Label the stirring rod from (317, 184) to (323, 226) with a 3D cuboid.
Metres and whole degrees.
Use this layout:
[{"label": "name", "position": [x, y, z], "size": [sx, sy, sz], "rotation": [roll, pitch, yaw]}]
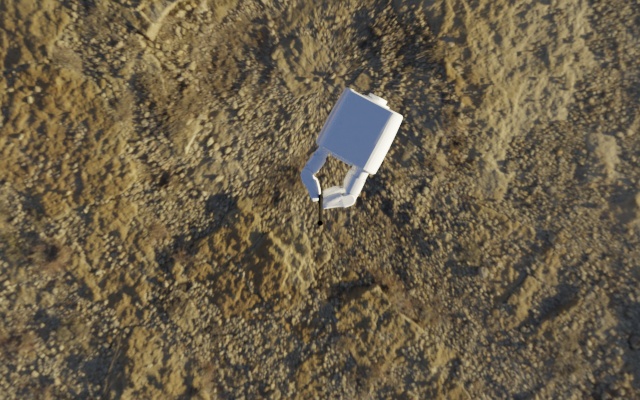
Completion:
[{"label": "stirring rod", "position": [0.000, 0.002, 0.783], "size": [0.011, 0.011, 0.239], "rotation": [0, 14, 0]}]
